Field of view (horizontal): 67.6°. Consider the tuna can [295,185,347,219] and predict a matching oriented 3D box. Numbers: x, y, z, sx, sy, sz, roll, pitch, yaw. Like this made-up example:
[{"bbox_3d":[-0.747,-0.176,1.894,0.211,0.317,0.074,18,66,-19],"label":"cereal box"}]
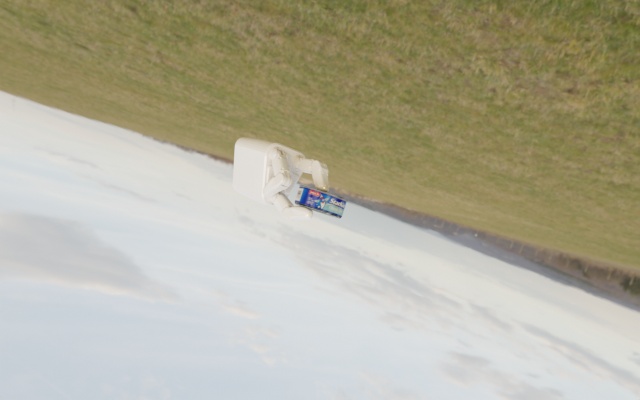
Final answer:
[{"bbox_3d":[0.000,0.003,0.810,0.086,0.034,0.086,18,-3,1],"label":"tuna can"}]
